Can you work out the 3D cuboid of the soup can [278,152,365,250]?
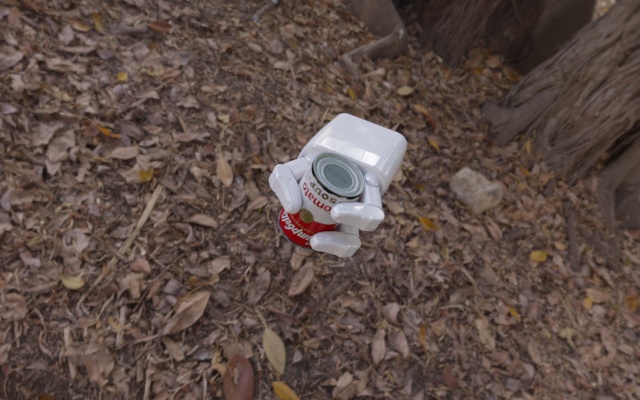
[{"bbox_3d":[0.000,0.002,0.558,0.068,0.068,0.102,0,-38,-33],"label":"soup can"}]
